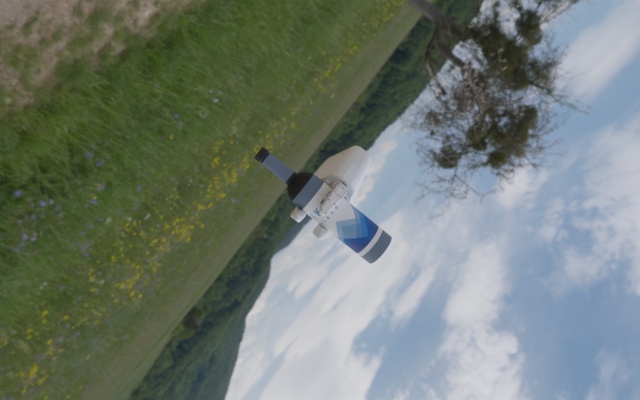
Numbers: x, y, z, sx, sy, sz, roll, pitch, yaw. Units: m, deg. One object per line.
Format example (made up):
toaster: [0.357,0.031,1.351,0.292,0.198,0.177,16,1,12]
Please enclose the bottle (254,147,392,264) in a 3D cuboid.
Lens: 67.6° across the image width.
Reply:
bottle: [0.000,0.003,0.895,0.296,0.069,0.069,39,-4,-5]
